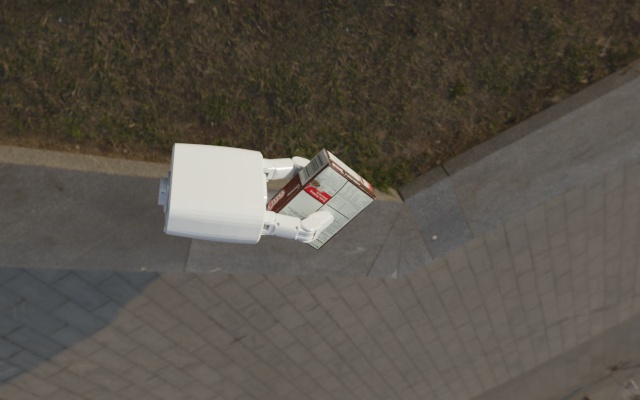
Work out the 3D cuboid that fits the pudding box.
[{"bbox_3d":[0.000,0.002,0.614,0.090,0.113,0.039,35,25,-32],"label":"pudding box"}]
